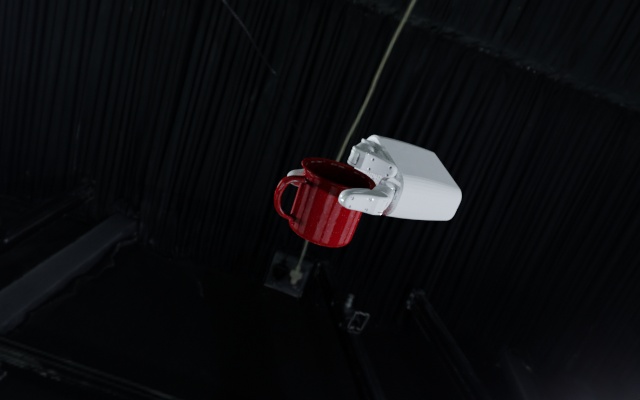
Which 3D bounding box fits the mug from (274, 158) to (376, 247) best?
[{"bbox_3d":[-0.001,0.002,0.573,0.117,0.081,0.093,7,23,-29],"label":"mug"}]
